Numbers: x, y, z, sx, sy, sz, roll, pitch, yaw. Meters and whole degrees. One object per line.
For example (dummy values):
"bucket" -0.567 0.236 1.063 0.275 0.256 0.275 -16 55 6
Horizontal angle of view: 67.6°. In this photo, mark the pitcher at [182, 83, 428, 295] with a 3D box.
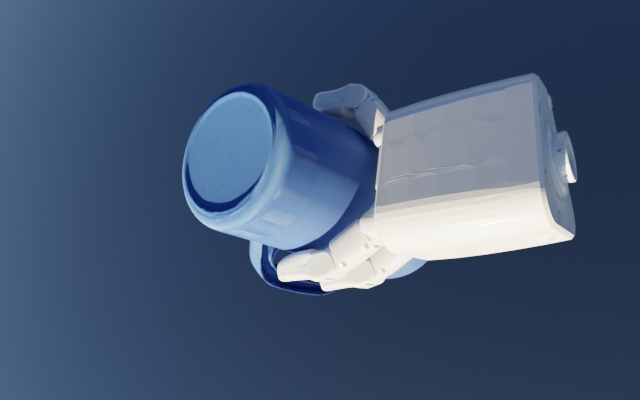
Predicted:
"pitcher" 0.000 0.001 0.423 0.145 0.149 0.243 -11 -19 35
